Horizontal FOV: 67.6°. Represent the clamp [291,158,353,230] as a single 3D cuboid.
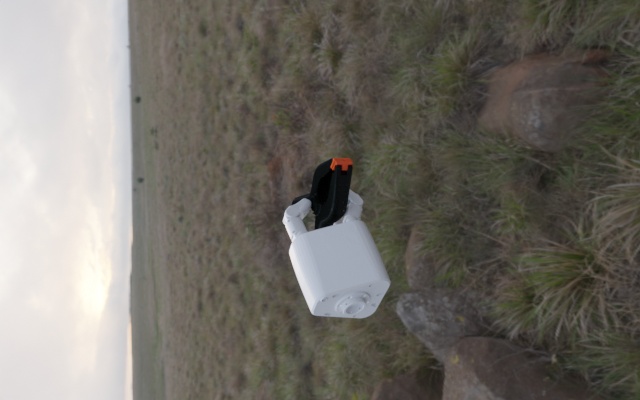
[{"bbox_3d":[0.000,0.002,0.757,0.036,0.210,0.164,-3,45,-23],"label":"clamp"}]
